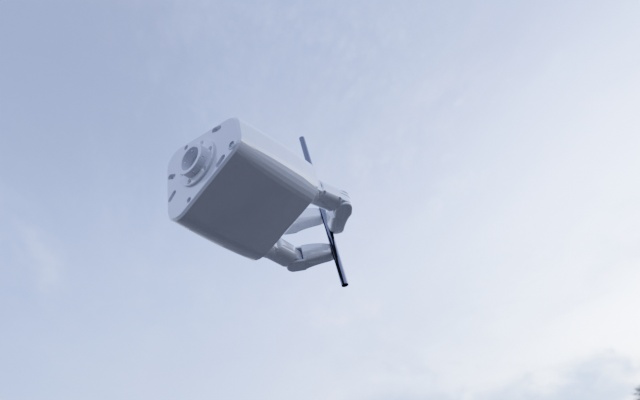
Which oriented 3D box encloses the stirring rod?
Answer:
[{"bbox_3d":[0.000,0.002,0.584,0.011,0.239,0.011,-9,-41,-8],"label":"stirring rod"}]
